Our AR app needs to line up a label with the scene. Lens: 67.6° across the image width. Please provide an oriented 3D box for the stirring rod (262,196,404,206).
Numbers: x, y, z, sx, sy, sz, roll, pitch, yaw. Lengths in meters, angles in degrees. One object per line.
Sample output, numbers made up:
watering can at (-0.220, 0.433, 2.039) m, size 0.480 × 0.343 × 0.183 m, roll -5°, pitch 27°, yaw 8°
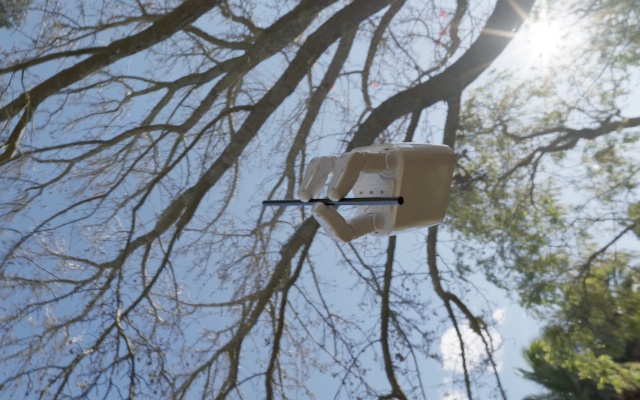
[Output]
stirring rod at (0.000, 0.002, 0.531) m, size 0.011 × 0.011 × 0.239 m, roll 0°, pitch -1°, yaw -37°
